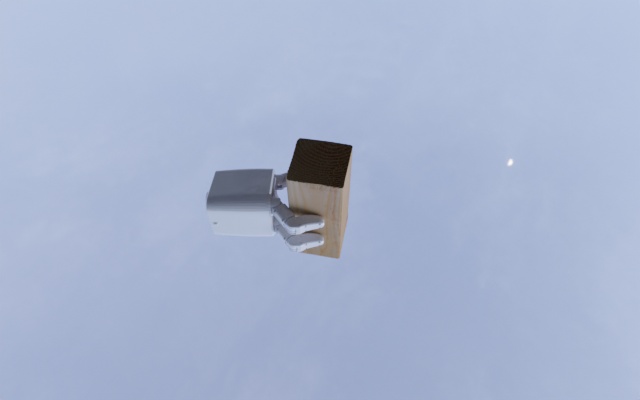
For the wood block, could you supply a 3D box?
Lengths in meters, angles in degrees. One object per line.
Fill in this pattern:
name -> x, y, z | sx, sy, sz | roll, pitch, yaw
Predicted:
wood block -> 0.000, 0.002, 0.806 | 0.090, 0.090, 0.206 | 9, -36, 6
